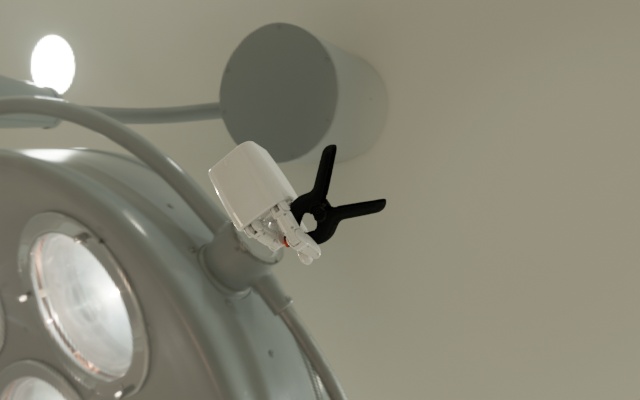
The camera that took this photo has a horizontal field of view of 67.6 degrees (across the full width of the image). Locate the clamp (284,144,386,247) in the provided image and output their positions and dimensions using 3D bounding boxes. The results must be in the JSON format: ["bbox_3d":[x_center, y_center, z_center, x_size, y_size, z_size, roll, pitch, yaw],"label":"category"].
[{"bbox_3d":[0.000,0.002,0.711,0.171,0.120,0.039,-35,-9,22],"label":"clamp"}]
